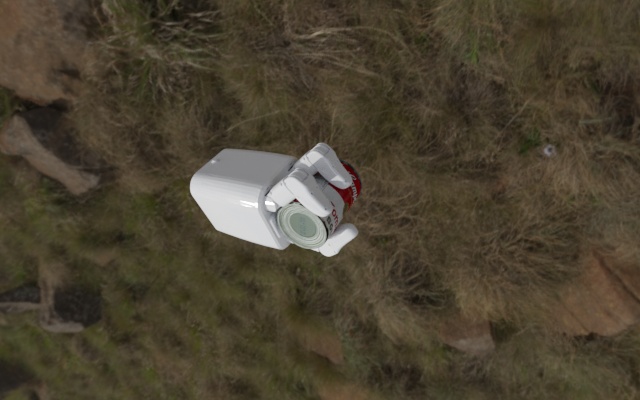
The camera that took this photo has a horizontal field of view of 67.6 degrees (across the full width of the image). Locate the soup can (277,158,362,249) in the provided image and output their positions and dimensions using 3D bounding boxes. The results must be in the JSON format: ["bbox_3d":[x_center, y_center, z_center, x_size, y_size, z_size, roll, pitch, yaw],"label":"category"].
[{"bbox_3d":[0.000,0.002,0.580,0.068,0.068,0.102,0,34,32],"label":"soup can"}]
